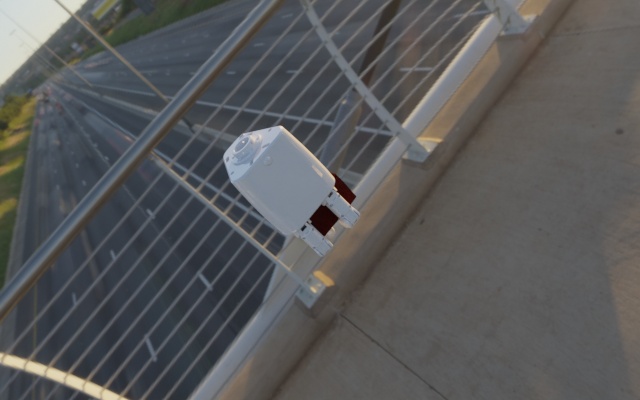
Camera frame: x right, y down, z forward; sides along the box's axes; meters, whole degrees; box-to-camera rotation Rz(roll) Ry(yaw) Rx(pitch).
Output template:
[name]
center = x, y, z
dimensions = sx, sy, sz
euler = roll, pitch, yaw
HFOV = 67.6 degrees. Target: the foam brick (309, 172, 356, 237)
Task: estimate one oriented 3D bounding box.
[foam brick]
center = 0.000, 0.002, 0.667
dimensions = 0.051, 0.078, 0.053
euler = 46, -12, -31
